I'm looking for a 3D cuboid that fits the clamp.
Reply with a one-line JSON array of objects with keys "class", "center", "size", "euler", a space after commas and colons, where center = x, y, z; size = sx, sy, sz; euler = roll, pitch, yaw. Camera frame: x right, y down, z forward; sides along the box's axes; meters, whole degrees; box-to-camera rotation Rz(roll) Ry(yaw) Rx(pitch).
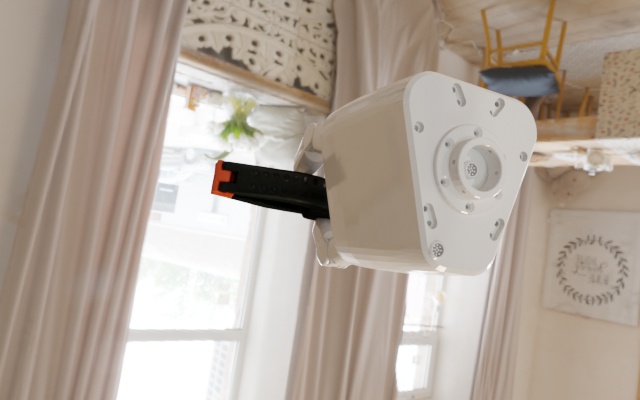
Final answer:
[{"class": "clamp", "center": [0.000, 0.002, 0.447], "size": [0.210, 0.036, 0.164], "euler": [11, -9, -22]}]
